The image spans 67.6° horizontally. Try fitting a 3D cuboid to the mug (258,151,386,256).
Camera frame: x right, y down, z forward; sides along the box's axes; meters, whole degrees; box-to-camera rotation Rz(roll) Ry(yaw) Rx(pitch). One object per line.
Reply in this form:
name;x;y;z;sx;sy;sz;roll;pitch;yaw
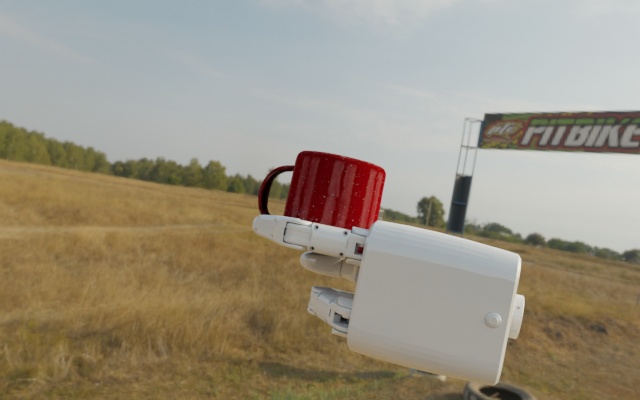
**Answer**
mug;-0.001;0.001;0.428;0.117;0.081;0.093;12;-1;18
